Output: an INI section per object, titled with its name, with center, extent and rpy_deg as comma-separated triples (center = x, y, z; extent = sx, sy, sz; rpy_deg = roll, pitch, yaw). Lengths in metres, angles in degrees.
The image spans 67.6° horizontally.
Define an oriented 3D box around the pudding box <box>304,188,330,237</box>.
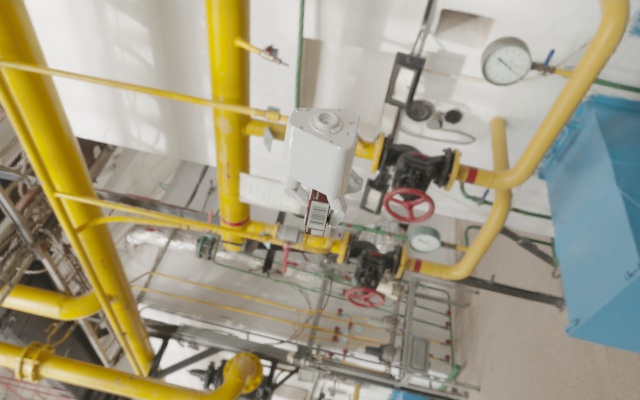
[pudding box]
center = 0.000, 0.003, 0.842
extent = 0.039, 0.113, 0.090
rpy_deg = 13, -11, 2
